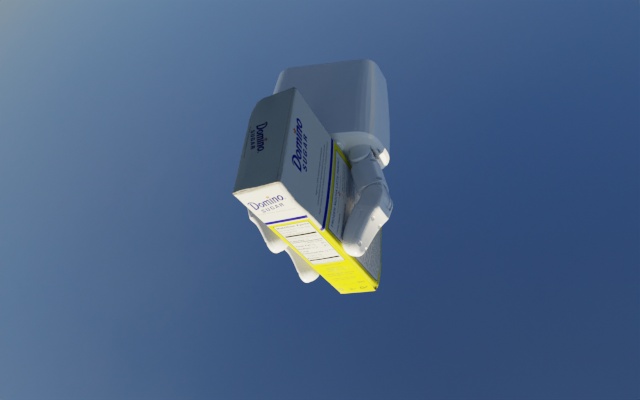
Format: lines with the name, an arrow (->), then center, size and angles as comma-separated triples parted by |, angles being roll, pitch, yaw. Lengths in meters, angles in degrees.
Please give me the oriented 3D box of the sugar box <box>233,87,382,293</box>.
sugar box -> 0.000, 0.001, 0.402 | 0.048, 0.093, 0.176 | -14, -39, 27
